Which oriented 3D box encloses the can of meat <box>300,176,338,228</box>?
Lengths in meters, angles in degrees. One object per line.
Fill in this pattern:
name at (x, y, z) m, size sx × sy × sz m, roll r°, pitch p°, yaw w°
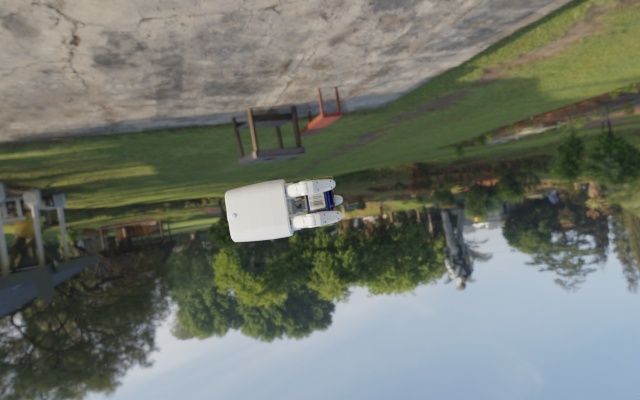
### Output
can of meat at (0.000, 0.003, 0.856) m, size 0.057 × 0.084 × 0.102 m, roll -9°, pitch 0°, yaw 2°
